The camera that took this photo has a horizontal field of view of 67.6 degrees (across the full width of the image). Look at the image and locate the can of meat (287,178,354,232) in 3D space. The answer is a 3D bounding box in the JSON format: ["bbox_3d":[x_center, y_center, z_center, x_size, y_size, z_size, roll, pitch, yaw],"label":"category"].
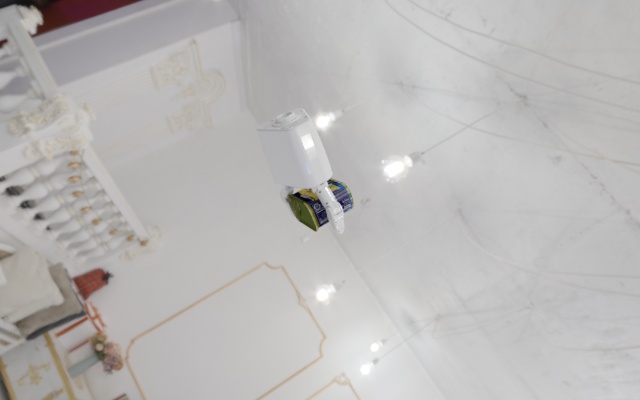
[{"bbox_3d":[0.000,0.003,0.853,0.084,0.057,0.102,-29,24,-18],"label":"can of meat"}]
